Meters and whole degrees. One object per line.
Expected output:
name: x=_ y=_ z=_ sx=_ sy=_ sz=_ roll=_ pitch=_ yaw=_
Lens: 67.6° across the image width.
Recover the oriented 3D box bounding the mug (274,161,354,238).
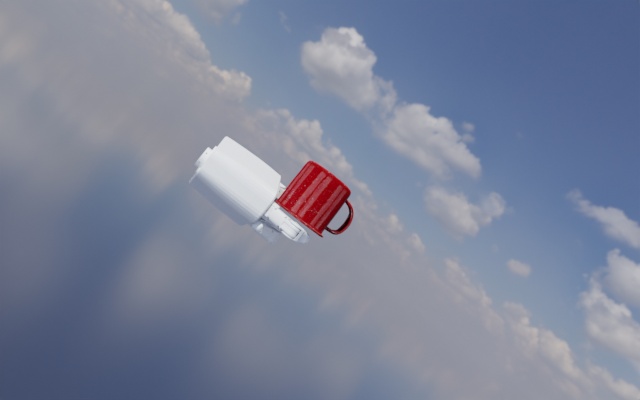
mug: x=0.001 y=0.003 z=0.711 sx=0.117 sy=0.081 sz=0.093 roll=38 pitch=-2 yaw=-14
